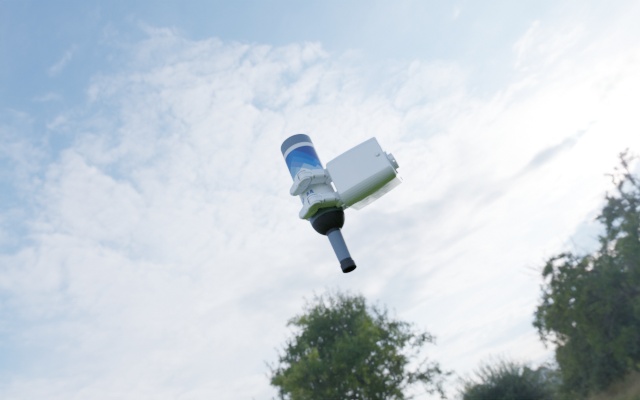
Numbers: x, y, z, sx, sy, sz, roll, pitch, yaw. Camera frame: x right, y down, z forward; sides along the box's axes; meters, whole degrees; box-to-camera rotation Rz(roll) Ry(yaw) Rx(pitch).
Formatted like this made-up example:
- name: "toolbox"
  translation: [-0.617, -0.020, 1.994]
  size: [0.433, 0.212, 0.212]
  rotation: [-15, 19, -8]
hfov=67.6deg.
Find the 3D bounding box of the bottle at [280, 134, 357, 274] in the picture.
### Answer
- name: "bottle"
  translation: [0.000, 0.003, 0.896]
  size: [0.069, 0.295, 0.069]
  rotation: [-17, -31, -11]
